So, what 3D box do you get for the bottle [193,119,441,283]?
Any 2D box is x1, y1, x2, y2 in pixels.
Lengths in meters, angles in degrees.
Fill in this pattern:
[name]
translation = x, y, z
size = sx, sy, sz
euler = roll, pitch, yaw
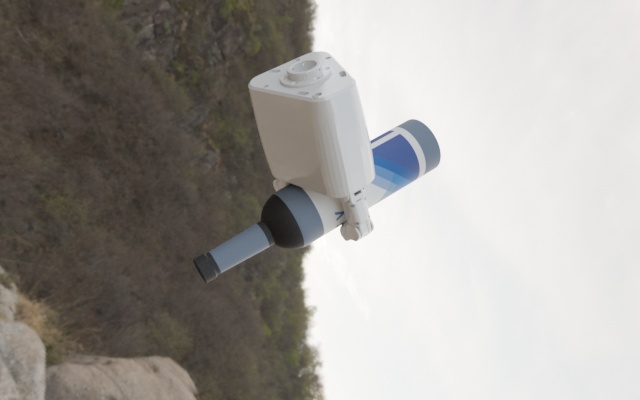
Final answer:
[bottle]
translation = 0.000, 0.002, 0.522
size = 0.295, 0.069, 0.069
euler = -30, 11, -19
